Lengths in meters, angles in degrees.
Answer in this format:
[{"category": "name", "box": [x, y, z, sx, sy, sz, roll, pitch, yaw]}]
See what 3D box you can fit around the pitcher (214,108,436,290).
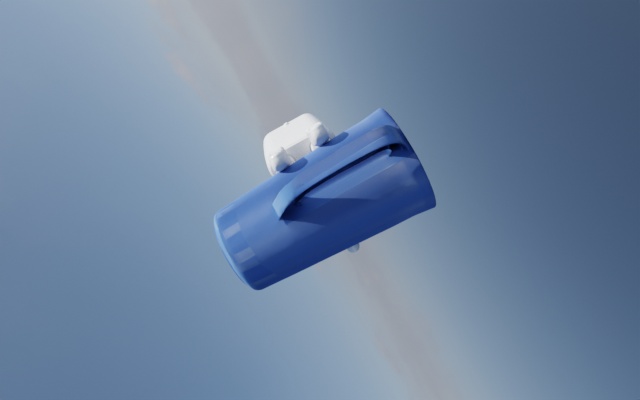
[{"category": "pitcher", "box": [0.000, 0.002, 0.558, 0.243, 0.149, 0.145, -29, 29, 1]}]
